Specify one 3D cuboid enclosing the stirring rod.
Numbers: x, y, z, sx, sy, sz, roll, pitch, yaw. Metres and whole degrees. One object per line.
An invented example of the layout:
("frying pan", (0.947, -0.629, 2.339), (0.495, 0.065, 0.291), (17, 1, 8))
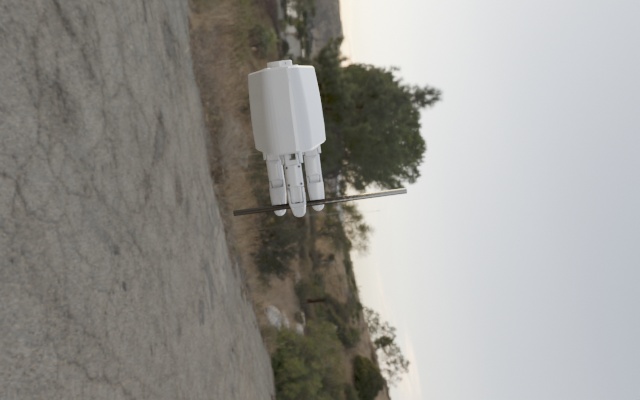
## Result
("stirring rod", (0.000, 0.002, 0.659), (0.239, 0.011, 0.011), (-7, 0, -2))
